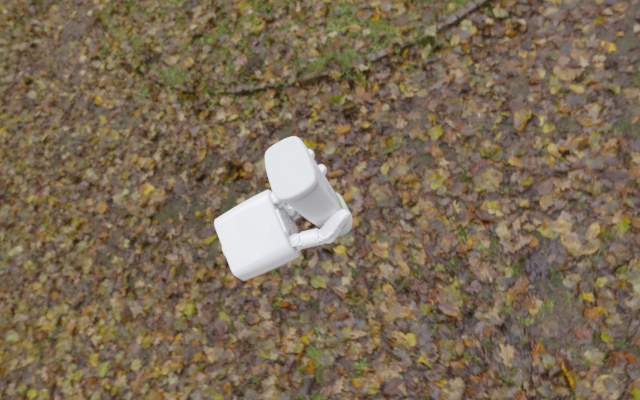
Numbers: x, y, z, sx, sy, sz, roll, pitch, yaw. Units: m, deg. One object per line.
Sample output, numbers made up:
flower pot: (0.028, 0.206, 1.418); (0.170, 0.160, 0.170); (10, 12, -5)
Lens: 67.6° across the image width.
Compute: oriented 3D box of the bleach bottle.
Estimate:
bleach bottle: (0.000, 0.002, 0.768); (0.068, 0.102, 0.251); (-26, -33, 10)
